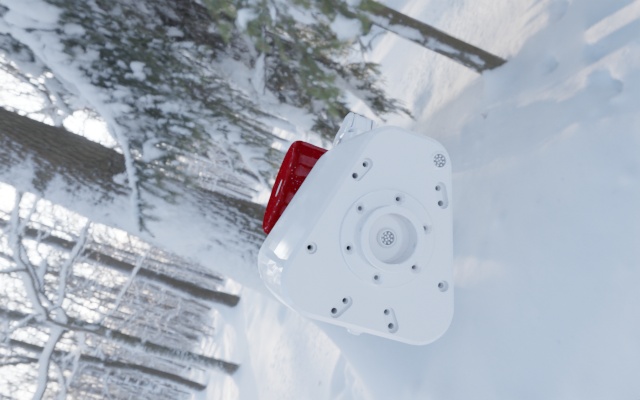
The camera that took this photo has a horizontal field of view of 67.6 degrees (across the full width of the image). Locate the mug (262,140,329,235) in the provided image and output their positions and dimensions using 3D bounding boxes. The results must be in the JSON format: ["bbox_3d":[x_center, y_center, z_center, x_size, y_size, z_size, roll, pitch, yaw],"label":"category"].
[{"bbox_3d":[0.000,0.001,0.407,0.081,0.093,0.117,19,-7,-11],"label":"mug"}]
